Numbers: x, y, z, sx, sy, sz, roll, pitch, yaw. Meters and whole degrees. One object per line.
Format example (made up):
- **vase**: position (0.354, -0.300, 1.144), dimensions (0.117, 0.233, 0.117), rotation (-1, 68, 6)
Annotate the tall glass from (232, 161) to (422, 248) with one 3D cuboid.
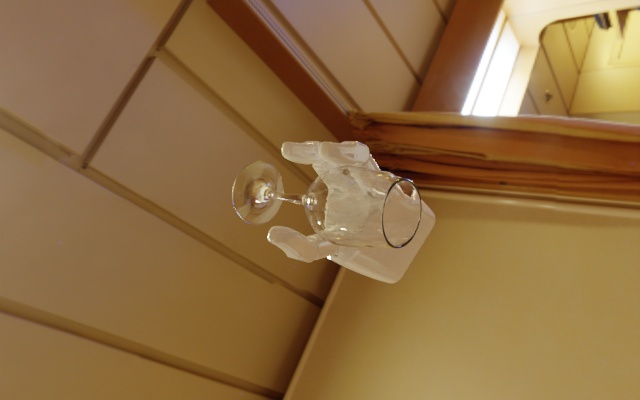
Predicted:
- **tall glass**: position (-0.001, 0.002, 0.484), dimensions (0.201, 0.079, 0.079), rotation (8, 5, 44)
